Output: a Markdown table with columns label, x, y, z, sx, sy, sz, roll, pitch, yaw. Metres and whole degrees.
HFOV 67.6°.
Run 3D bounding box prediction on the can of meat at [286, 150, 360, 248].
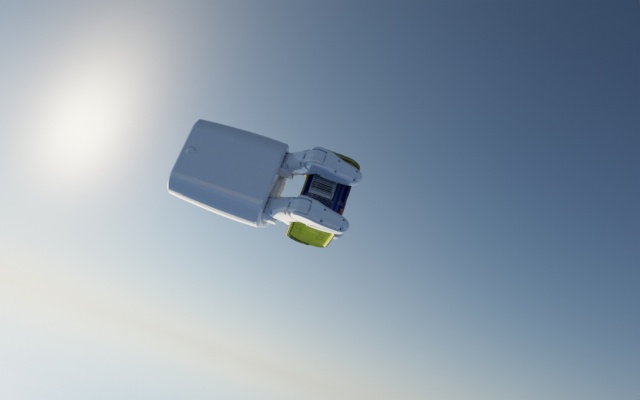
| label | x | y | z | sx | sy | sz | roll | pitch | yaw |
| --- | --- | --- | --- | --- | --- | --- | --- | --- | --- |
| can of meat | 0.000 | 0.002 | 0.549 | 0.057 | 0.084 | 0.102 | 20 | -20 | -2 |
